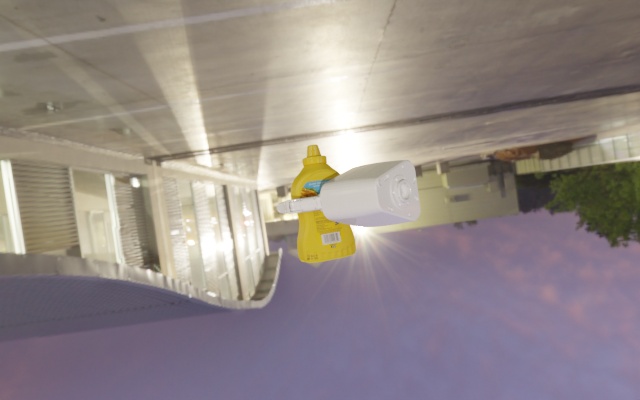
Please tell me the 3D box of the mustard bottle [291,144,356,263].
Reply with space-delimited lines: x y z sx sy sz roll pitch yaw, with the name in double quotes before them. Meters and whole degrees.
"mustard bottle" 0.000 0.003 0.796 0.096 0.191 0.058 -8 0 -21
